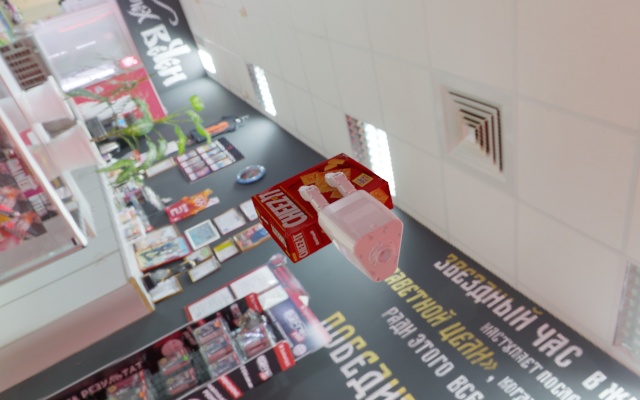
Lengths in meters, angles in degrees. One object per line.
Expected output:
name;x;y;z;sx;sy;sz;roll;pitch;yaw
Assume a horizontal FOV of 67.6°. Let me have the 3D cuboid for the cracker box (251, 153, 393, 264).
cracker box;0.000;0.003;0.888;0.213;0.072;0.164;-27;36;-17
